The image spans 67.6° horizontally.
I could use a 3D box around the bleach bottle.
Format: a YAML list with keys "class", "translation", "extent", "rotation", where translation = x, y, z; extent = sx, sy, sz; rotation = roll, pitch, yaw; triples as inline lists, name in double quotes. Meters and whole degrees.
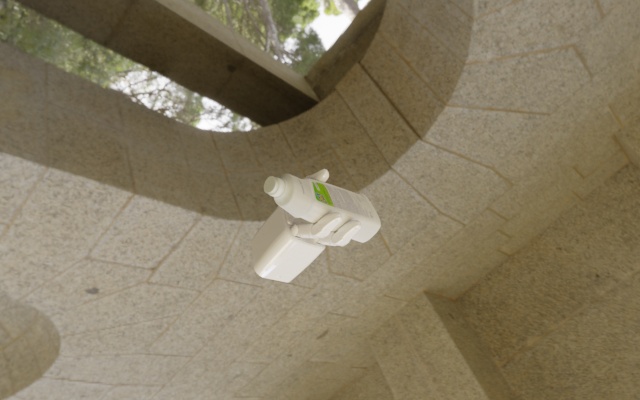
- class: "bleach bottle"
  translation: [0.000, 0.003, 0.847]
  extent: [0.251, 0.068, 0.102]
  rotation: [22, 29, -44]
